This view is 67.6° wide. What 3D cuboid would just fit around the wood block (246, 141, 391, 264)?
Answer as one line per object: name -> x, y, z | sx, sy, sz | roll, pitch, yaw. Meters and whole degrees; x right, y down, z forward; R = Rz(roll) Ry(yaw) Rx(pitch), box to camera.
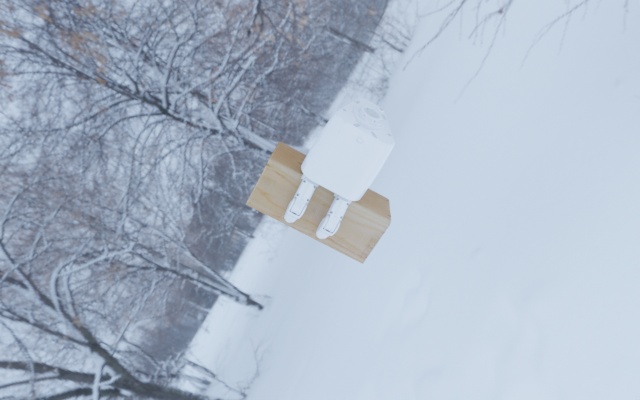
wood block -> 0.000, 0.002, 0.762 | 0.206, 0.090, 0.090 | 28, 24, -7
